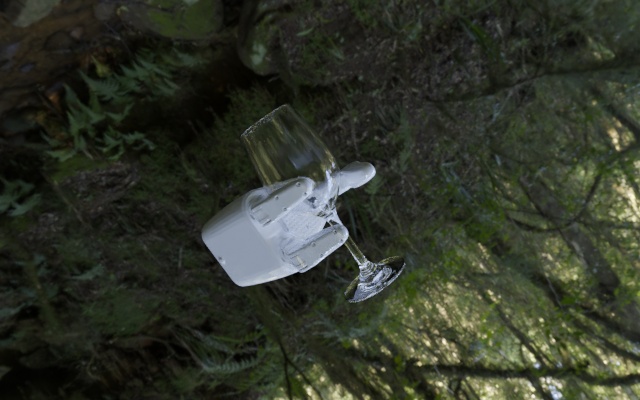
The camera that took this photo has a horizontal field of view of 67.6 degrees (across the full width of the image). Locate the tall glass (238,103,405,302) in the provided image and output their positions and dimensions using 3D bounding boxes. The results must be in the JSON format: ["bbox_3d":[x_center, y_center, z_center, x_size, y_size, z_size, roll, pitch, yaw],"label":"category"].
[{"bbox_3d":[0.001,0.002,0.486,0.079,0.201,0.079,-34,8,5],"label":"tall glass"}]
